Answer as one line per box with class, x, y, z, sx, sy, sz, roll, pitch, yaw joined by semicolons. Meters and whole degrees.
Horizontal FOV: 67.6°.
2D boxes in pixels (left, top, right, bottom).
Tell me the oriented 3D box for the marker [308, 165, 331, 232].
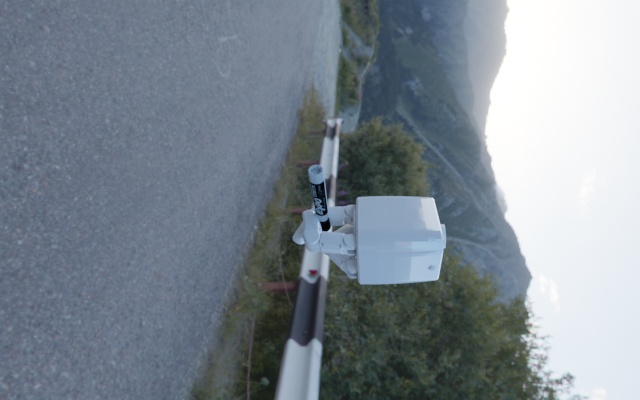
marker;0.000;0.002;0.613;0.020;0.020;0.121;0;-40;7
